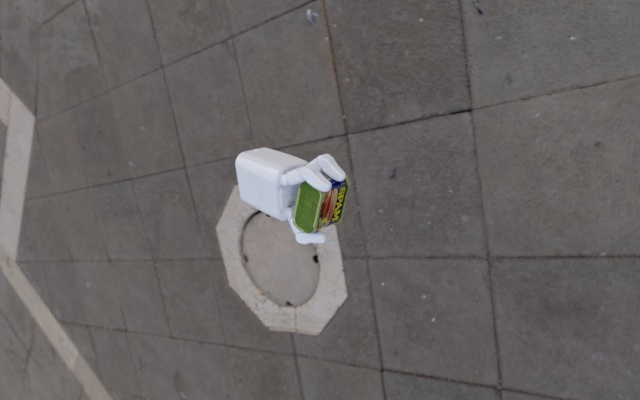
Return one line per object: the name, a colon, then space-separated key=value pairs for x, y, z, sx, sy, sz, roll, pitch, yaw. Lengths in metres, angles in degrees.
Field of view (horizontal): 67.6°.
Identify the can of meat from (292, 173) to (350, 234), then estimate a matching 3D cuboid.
can of meat: x=0.000 y=0.003 z=0.855 sx=0.057 sy=0.102 sz=0.084 roll=27 pitch=29 yaw=28
